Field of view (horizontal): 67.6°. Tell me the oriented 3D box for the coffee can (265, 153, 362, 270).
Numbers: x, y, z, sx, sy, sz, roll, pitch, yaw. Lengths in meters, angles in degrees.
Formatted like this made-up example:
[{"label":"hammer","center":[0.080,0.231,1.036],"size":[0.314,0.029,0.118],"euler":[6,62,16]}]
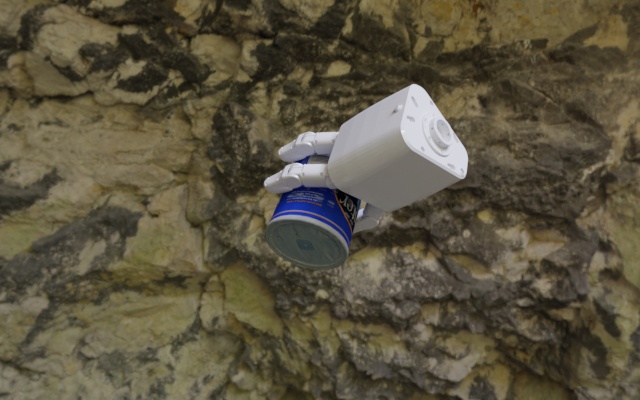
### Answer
[{"label":"coffee can","center":[0.000,0.002,0.608],"size":[0.103,0.140,0.103],"euler":[12,-38,9]}]
